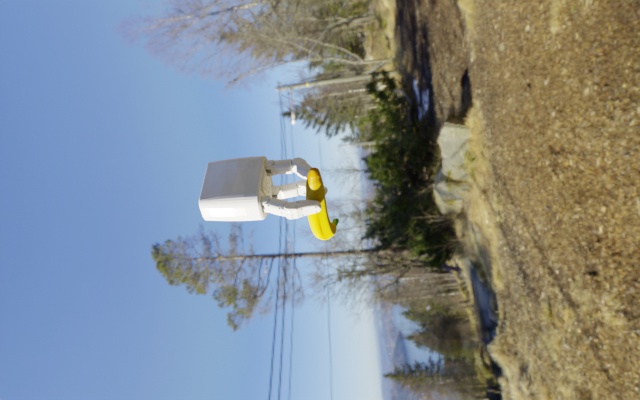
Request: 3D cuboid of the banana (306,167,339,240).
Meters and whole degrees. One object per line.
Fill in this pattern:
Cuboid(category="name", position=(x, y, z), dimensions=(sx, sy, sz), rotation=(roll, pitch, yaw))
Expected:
Cuboid(category="banana", position=(-0.001, 0.021, 0.839), dimensions=(0.037, 0.069, 0.198), rotation=(-1, -29, 11))
